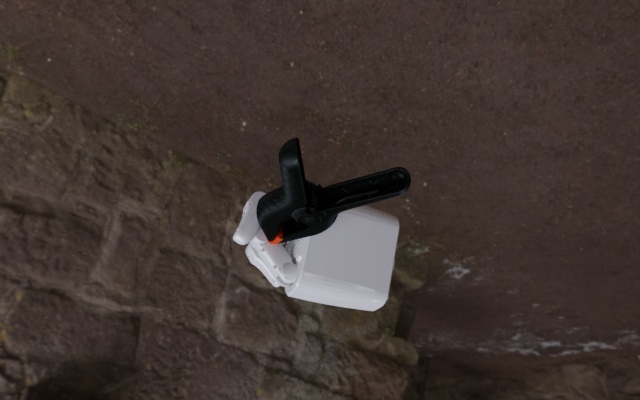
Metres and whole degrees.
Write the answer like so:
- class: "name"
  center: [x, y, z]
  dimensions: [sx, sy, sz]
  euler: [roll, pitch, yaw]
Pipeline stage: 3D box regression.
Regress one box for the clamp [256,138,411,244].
- class: "clamp"
  center: [0.000, 0.002, 0.446]
  dimensions: [0.120, 0.039, 0.171]
  euler: [13, -27, -16]
